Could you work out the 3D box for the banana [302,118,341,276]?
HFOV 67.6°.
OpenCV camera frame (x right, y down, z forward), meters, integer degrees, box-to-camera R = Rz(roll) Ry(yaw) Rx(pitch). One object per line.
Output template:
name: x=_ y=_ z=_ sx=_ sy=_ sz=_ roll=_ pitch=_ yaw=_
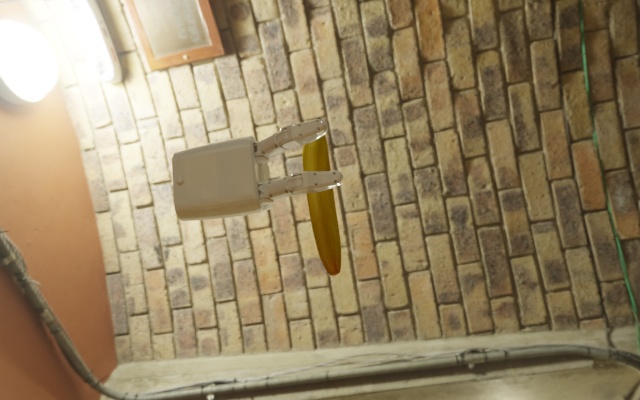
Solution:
banana: x=0.000 y=-0.004 z=0.617 sx=0.037 sy=0.198 sz=0.069 roll=-8 pitch=9 yaw=2
